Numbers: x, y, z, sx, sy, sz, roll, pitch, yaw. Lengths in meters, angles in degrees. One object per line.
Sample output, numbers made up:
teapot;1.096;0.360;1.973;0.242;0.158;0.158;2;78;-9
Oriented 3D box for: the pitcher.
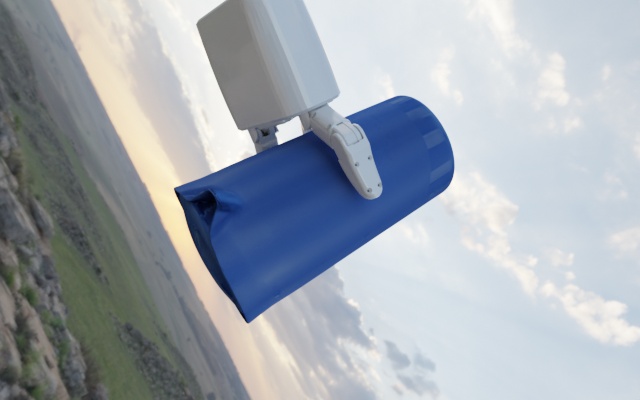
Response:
pitcher;0.000;0.001;0.454;0.243;0.145;0.149;-28;17;-17
